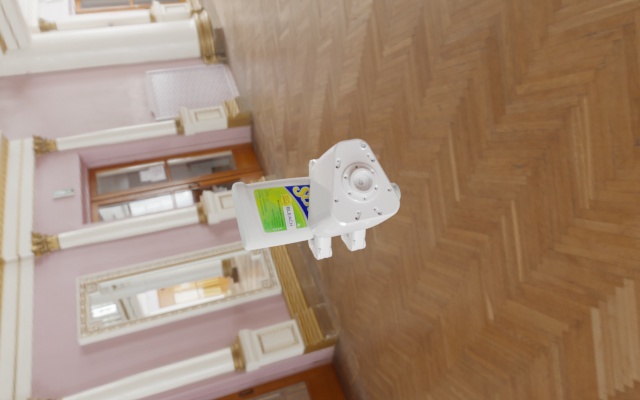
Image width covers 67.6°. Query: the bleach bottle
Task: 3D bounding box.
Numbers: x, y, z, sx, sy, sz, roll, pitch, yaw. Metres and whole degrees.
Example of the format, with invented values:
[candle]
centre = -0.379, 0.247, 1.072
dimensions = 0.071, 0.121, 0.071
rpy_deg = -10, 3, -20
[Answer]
[bleach bottle]
centre = 0.000, 0.002, 0.724
dimensions = 0.251, 0.102, 0.068
rpy_deg = -12, -9, -16
